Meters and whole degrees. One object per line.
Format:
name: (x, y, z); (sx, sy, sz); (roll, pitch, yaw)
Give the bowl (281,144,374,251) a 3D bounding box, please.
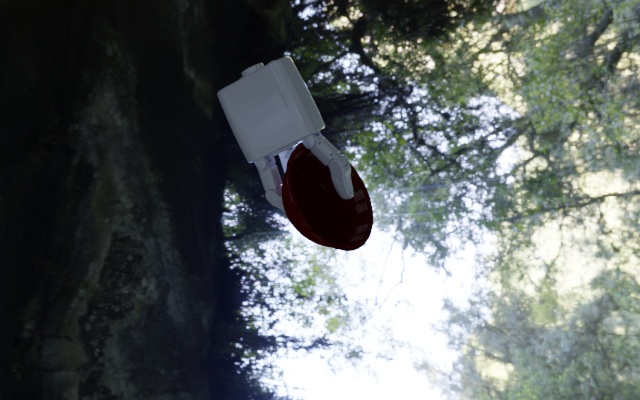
bowl: (0.000, 0.004, 0.661); (0.162, 0.162, 0.055); (0, -24, -47)
